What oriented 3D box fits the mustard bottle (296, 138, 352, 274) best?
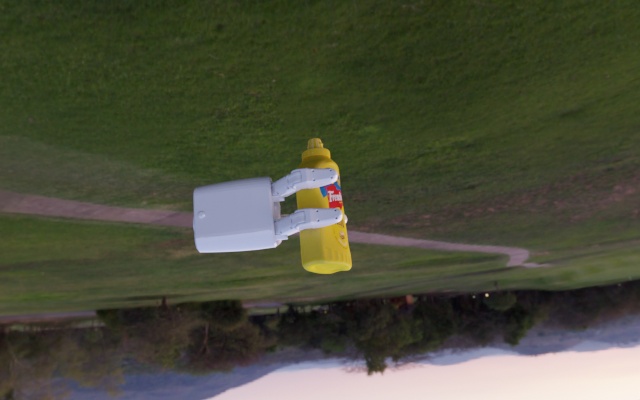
[{"bbox_3d":[0.000,0.002,0.671,0.058,0.191,0.096,-15,-20,23],"label":"mustard bottle"}]
